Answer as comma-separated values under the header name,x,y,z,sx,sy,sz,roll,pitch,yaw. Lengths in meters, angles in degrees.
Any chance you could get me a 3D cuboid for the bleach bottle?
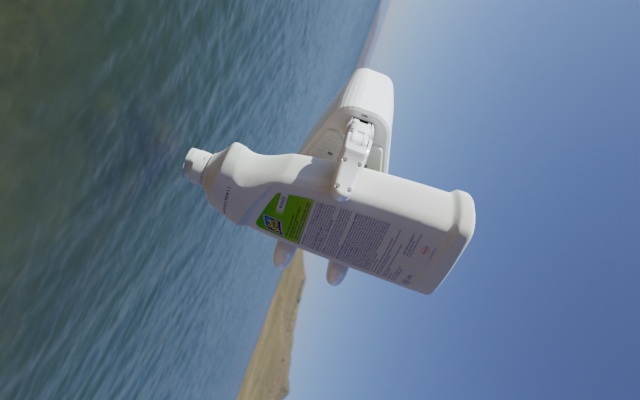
name,x,y,z,sx,sy,sz,roll,pitch,yaw
bleach bottle,0.000,0.002,0.431,0.251,0.103,0.068,20,37,-2
